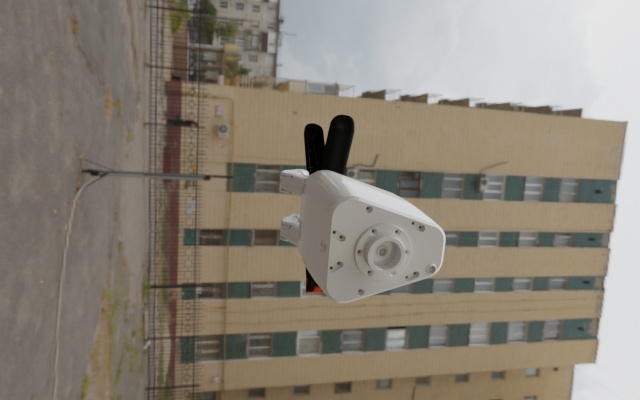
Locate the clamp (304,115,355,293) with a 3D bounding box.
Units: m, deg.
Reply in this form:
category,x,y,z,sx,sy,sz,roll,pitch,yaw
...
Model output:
category,x,y,z,sx,sy,sz,roll,pitch,yaw
clamp,0.001,0.002,0.562,0.036,0.210,0.164,2,12,-12
